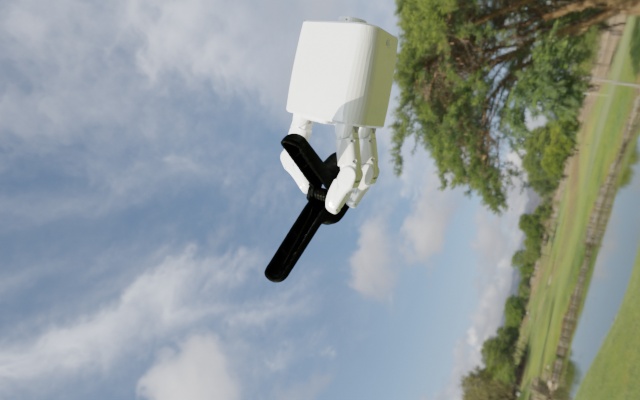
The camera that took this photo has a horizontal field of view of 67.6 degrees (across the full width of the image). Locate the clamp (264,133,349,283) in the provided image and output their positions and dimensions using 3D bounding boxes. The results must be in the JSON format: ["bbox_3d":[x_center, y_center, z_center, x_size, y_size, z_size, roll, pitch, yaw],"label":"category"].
[{"bbox_3d":[0.000,0.001,0.573,0.036,0.164,0.210,19,15,23],"label":"clamp"}]
